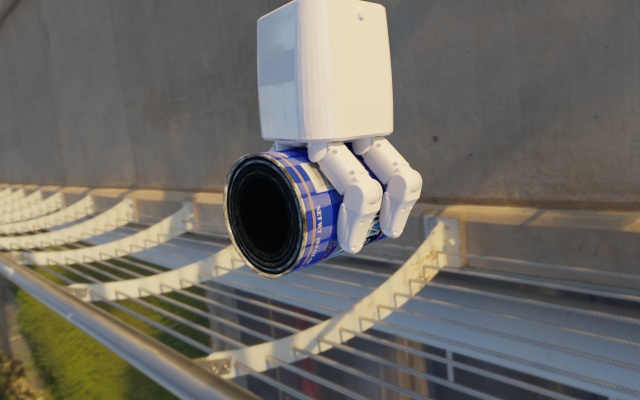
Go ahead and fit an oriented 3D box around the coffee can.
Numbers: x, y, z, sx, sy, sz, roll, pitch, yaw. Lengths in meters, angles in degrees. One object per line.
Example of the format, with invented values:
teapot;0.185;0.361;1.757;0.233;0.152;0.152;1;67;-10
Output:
coffee can;0.000;0.002;0.429;0.103;0.103;0.140;0;10;45
